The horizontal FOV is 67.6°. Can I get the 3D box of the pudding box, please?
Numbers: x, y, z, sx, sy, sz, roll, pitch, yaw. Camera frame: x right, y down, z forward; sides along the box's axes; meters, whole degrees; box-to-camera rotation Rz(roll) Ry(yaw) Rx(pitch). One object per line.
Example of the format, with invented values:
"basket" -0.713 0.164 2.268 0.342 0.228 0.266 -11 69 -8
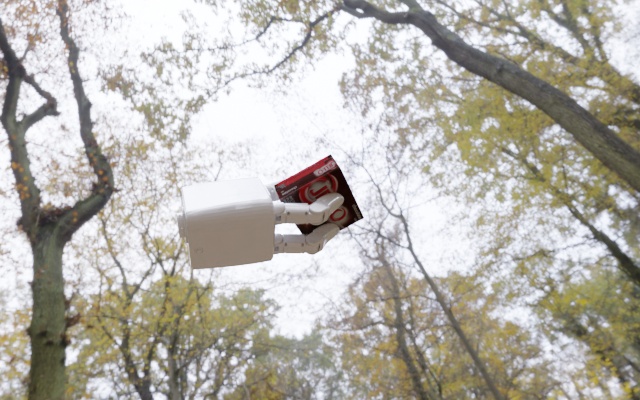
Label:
"pudding box" 0.000 0.002 0.660 0.090 0.039 0.114 -28 -44 1
